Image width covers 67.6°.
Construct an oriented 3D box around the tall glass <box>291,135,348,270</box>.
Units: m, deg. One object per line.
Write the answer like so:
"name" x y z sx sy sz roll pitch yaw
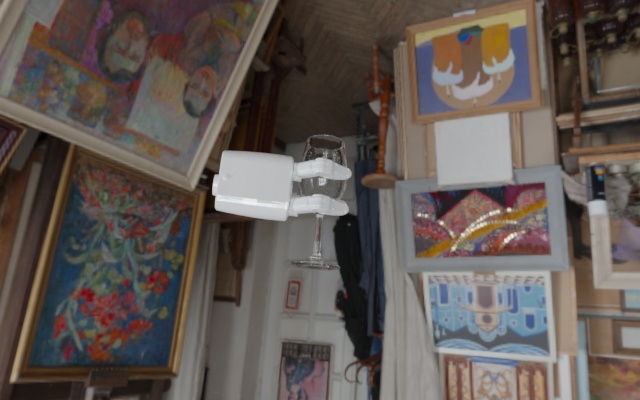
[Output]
"tall glass" 0.000 0.003 0.738 0.079 0.201 0.079 5 -15 1
